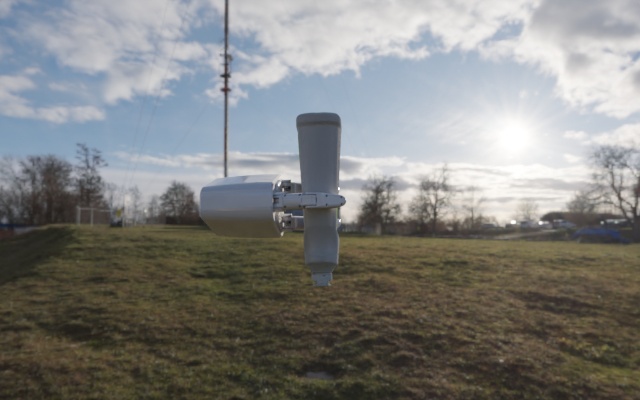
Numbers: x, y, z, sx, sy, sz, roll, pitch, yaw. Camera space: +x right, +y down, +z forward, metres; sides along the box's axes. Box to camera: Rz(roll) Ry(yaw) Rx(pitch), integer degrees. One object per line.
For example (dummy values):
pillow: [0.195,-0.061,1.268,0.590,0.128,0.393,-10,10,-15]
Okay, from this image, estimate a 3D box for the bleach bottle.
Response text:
bleach bottle: [0.000,0.002,0.719,0.068,0.251,0.102,-1,-5,4]
